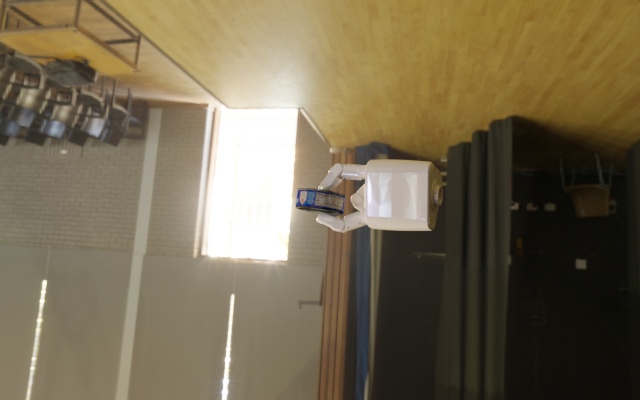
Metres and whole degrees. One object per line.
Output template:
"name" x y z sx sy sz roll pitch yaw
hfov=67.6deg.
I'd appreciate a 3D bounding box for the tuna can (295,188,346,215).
"tuna can" 0.000 0.003 0.826 0.086 0.033 0.086 8 -6 1
